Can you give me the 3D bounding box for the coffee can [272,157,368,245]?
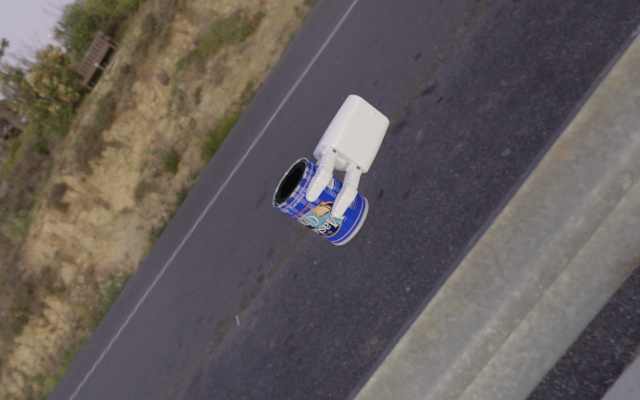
[{"bbox_3d":[0.000,0.003,0.856,0.140,0.103,0.103,33,-14,-22],"label":"coffee can"}]
